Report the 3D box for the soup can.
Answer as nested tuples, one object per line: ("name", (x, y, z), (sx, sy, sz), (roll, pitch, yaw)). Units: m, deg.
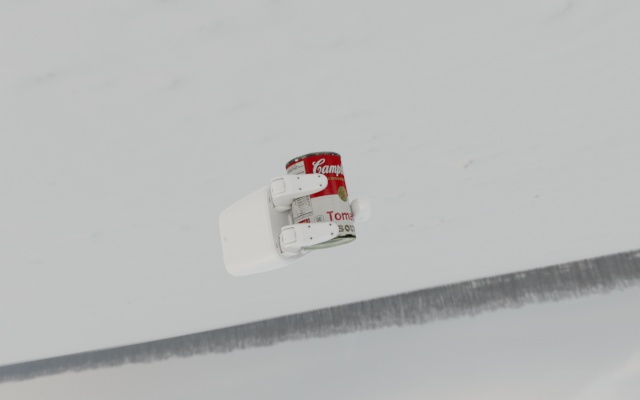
("soup can", (0.001, 0.002, 0.559), (0.068, 0.102, 0.068), (-10, -13, -2))
